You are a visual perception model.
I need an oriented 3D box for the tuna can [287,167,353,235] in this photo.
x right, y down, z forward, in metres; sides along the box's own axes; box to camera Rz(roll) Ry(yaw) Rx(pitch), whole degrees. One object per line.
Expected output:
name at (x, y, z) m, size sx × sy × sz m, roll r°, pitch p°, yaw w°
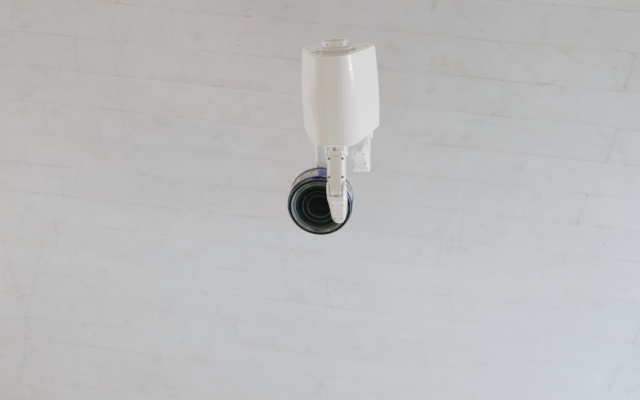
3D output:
tuna can at (0.000, 0.002, 0.626) m, size 0.086 × 0.086 × 0.033 m, roll 0°, pitch 27°, yaw 5°
